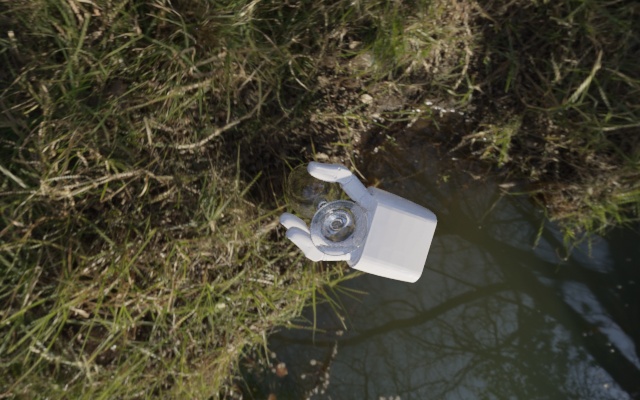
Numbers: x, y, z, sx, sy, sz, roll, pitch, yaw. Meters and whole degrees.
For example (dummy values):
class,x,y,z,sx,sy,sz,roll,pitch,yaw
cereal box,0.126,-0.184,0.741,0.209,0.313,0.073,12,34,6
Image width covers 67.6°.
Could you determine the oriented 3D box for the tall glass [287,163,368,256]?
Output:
class,x,y,z,sx,sy,sz,roll,pitch,yaw
tall glass,0.000,0.002,0.675,0.079,0.079,0.201,0,19,-15
